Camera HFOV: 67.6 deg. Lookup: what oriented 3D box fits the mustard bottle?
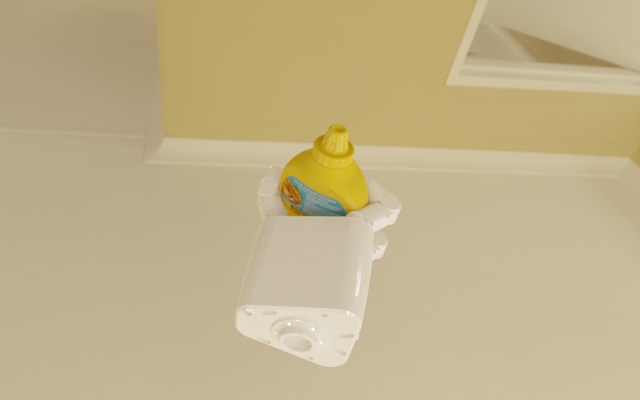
[{"bbox_3d":[0.000,0.002,0.511,0.096,0.192,0.058,30,46,17],"label":"mustard bottle"}]
